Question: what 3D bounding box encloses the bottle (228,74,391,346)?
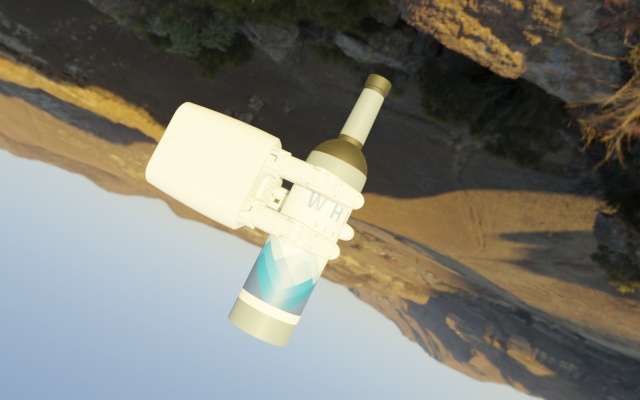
[{"bbox_3d":[0.000,0.002,0.501,0.069,0.295,0.069,26,-6,3],"label":"bottle"}]
